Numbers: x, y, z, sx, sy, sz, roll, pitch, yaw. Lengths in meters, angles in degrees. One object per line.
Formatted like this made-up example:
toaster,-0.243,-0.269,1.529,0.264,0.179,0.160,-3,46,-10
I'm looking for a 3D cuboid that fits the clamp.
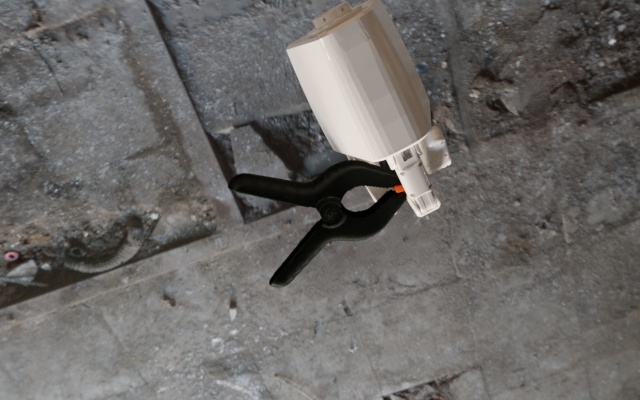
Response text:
clamp,0.000,0.002,0.454,0.171,0.120,0.039,-28,21,6
